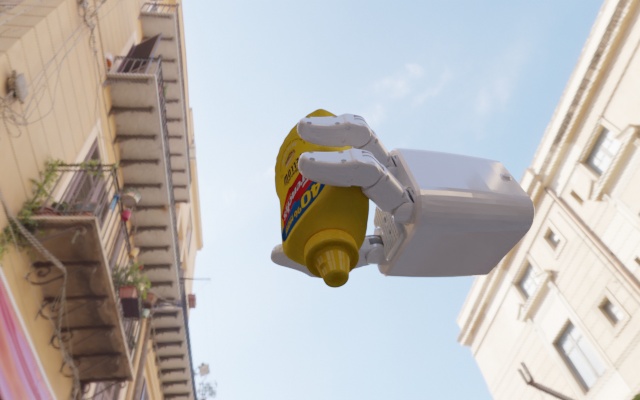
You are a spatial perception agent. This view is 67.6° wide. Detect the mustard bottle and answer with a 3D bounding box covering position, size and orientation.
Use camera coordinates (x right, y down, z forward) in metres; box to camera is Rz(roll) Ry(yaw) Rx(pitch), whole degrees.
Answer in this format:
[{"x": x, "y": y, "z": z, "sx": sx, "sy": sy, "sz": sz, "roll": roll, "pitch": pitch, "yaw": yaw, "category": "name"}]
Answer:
[{"x": 0.000, "y": 0.001, "z": 0.414, "sx": 0.058, "sy": 0.096, "sz": 0.191, "roll": 25, "pitch": 28, "yaw": -24, "category": "mustard bottle"}]
